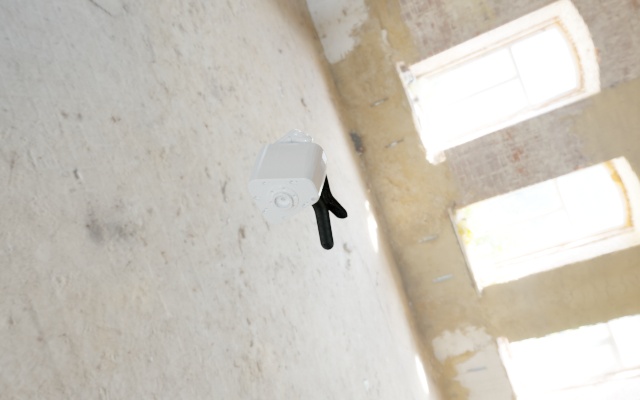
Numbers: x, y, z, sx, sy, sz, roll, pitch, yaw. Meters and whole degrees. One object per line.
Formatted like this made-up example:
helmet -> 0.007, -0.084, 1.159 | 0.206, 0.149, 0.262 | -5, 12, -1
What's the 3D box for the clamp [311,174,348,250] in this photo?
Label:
clamp -> 0.001, 0.003, 0.873 | 0.039, 0.171, 0.120 | -18, 32, 22
